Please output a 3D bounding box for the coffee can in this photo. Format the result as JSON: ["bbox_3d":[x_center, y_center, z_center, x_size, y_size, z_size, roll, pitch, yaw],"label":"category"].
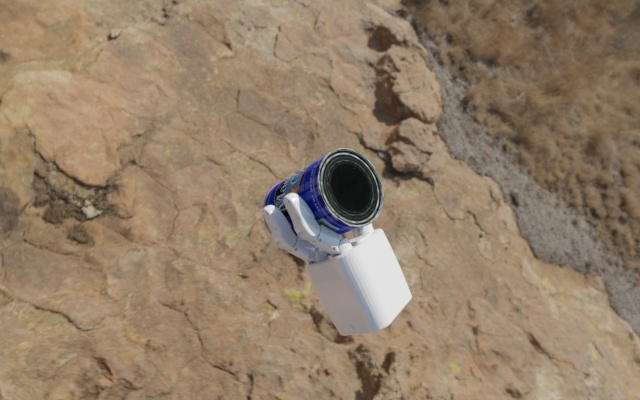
[{"bbox_3d":[0.000,0.002,0.641,0.103,0.102,0.140,0,-16,-36],"label":"coffee can"}]
